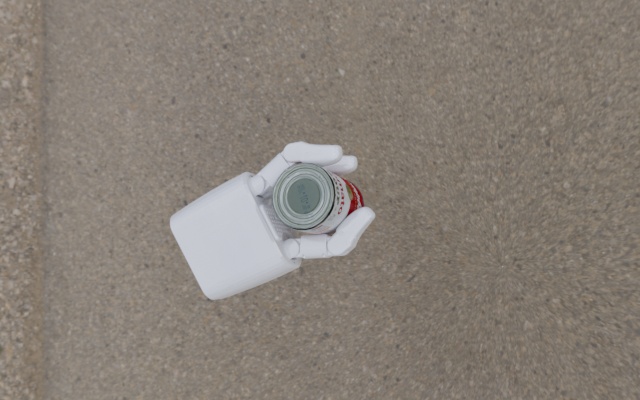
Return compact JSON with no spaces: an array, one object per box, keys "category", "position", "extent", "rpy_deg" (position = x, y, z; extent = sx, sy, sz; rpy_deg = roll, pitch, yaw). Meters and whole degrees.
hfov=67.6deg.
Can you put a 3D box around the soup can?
[{"category":"soup can","position":[0.000,0.002,0.503],"extent":[0.068,0.068,0.102],"rpy_deg":[0,-7,21]}]
